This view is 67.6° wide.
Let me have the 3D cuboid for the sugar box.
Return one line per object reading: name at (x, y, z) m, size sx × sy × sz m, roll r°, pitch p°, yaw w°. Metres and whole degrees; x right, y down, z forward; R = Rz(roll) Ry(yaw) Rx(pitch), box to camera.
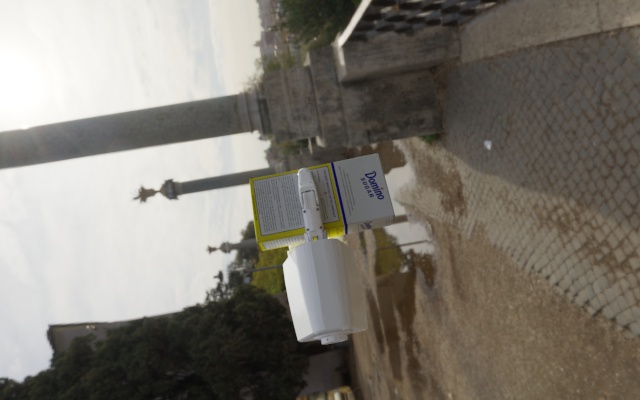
sugar box at (0.000, 0.002, 0.625) m, size 0.176 × 0.093 × 0.048 m, roll -10°, pitch -22°, yaw -3°
